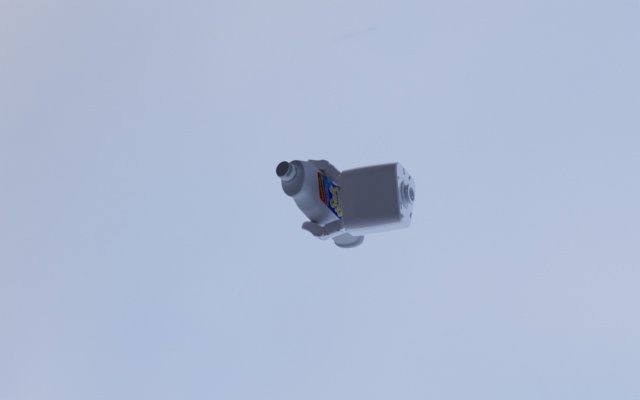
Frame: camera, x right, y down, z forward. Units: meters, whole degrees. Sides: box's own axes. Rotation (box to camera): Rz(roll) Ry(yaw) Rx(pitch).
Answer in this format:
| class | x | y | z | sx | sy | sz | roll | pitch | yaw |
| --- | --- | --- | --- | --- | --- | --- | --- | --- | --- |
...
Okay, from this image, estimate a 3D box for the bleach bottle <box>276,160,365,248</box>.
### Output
| class | x | y | z | sx | sy | sz | roll | pitch | yaw |
| --- | --- | --- | --- | --- | --- | --- | --- | --- | --- |
| bleach bottle | 0.000 | 0.003 | 0.884 | 0.068 | 0.102 | 0.251 | -9 | -27 | 30 |
